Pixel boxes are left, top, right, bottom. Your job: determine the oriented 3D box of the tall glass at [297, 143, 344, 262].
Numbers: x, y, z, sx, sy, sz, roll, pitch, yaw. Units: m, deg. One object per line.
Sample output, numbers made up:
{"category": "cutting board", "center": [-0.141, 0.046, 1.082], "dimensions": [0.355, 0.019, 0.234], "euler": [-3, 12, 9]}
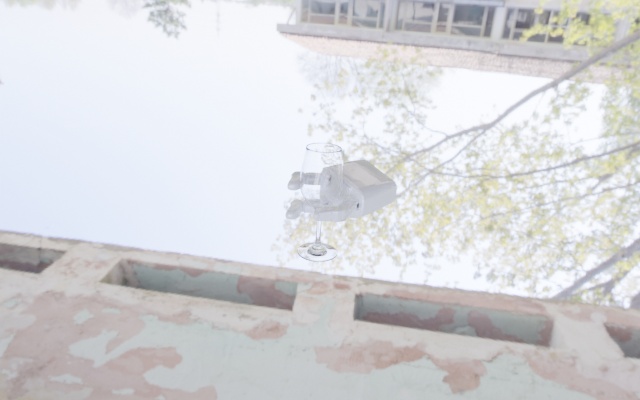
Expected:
{"category": "tall glass", "center": [0.000, 0.003, 0.841], "dimensions": [0.079, 0.201, 0.079], "euler": [3, 22, -1]}
